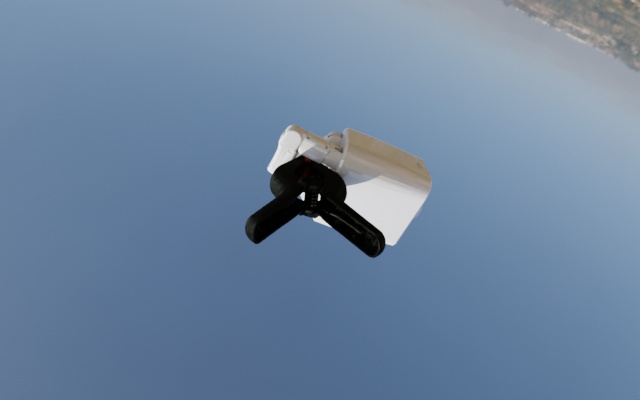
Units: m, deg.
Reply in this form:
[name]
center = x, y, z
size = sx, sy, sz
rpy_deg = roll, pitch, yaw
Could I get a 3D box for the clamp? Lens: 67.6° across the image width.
[clamp]
center = 0.000, 0.002, 0.464
size = 0.120, 0.039, 0.171
rpy_deg = 17, 28, -5
